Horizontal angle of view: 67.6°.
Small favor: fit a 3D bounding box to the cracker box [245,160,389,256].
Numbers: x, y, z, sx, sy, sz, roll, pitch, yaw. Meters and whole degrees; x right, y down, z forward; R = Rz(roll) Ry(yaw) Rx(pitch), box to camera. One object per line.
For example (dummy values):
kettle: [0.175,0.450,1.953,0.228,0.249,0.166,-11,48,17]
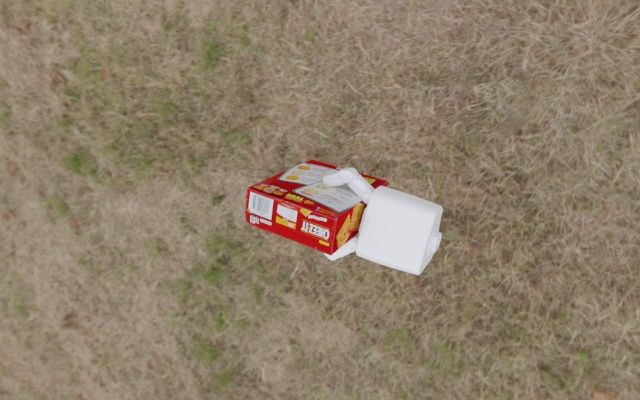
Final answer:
cracker box: [0.000,0.003,0.815,0.164,0.072,0.213,18,24,23]
